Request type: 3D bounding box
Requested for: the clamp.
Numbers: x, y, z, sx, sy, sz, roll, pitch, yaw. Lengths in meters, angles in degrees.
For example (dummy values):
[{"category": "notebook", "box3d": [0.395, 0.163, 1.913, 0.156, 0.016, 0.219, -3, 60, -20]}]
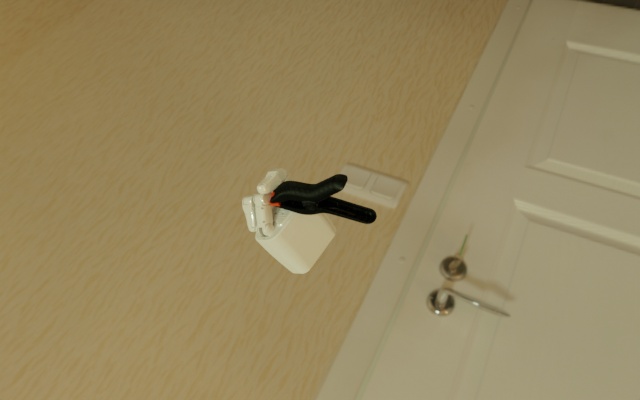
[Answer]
[{"category": "clamp", "box3d": [0.000, 0.003, 0.734, 0.171, 0.039, 0.120, -1, -36, 42]}]
